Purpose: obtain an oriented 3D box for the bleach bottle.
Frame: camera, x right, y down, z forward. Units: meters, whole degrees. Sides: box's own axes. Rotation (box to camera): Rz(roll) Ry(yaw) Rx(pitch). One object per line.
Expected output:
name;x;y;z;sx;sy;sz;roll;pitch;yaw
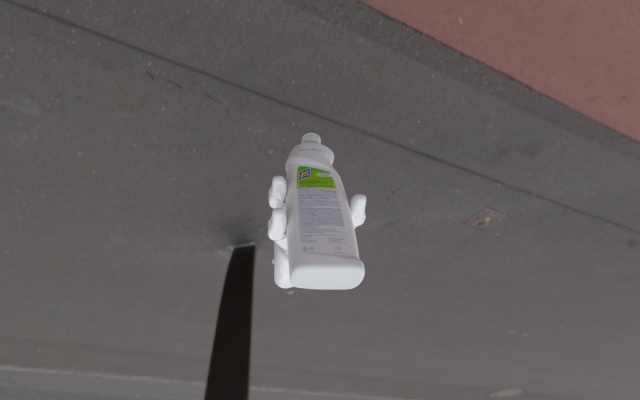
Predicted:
bleach bottle;0.000;0.002;0.699;0.102;0.250;0.068;3;-36;-9
